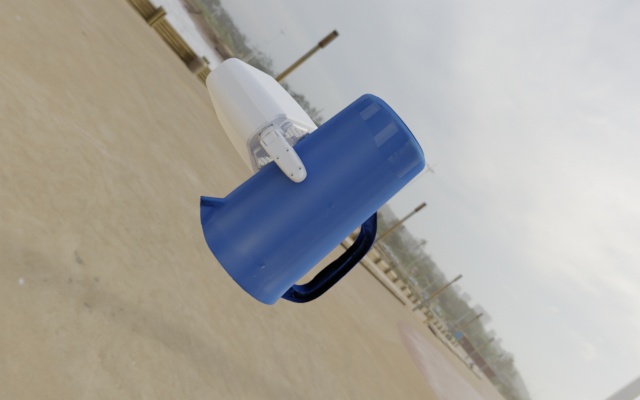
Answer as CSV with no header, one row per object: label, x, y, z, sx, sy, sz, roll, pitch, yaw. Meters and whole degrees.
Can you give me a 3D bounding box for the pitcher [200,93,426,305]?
pitcher,0.000,0.002,0.545,0.243,0.145,0.149,-39,-21,3
